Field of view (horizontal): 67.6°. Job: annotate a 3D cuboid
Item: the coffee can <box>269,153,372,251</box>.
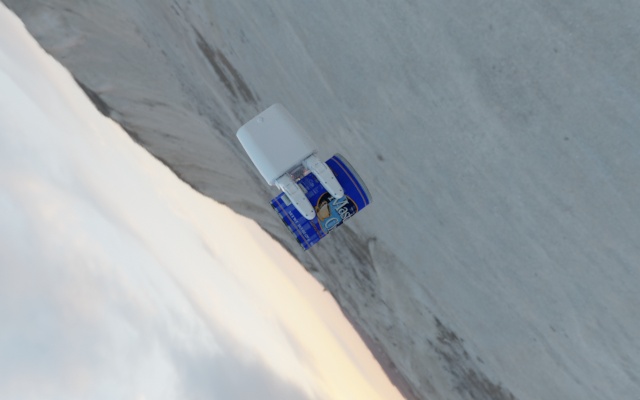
[{"bbox_3d":[0.000,0.003,0.795,0.140,0.103,0.103,-36,4,-5],"label":"coffee can"}]
